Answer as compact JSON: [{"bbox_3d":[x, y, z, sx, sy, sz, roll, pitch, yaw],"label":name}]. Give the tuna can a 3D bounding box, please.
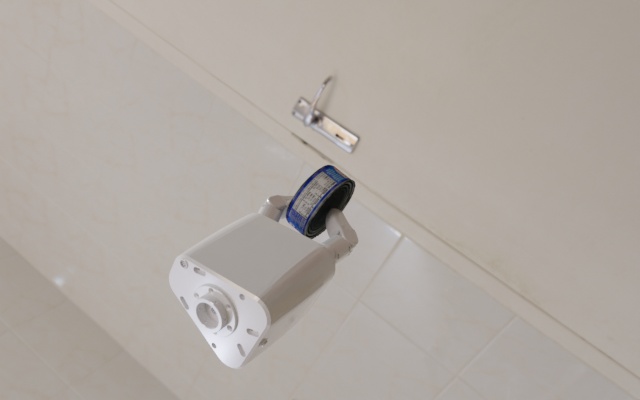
[{"bbox_3d":[0.000,0.001,0.548,0.033,0.086,0.086,39,13,17],"label":"tuna can"}]
